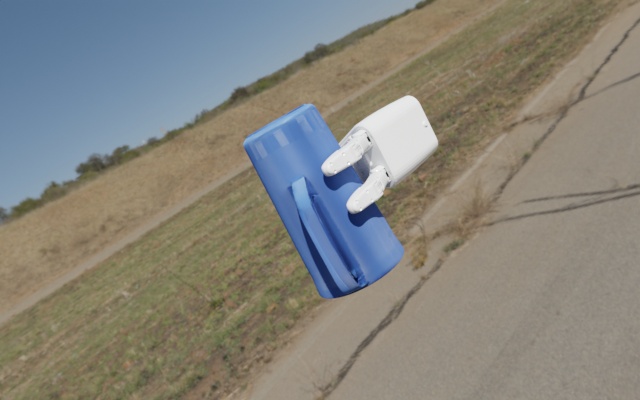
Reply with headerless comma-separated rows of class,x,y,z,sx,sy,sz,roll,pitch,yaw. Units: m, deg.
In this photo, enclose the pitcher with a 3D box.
pitcher,0.000,0.002,0.633,0.145,0.243,0.149,-36,12,-30
